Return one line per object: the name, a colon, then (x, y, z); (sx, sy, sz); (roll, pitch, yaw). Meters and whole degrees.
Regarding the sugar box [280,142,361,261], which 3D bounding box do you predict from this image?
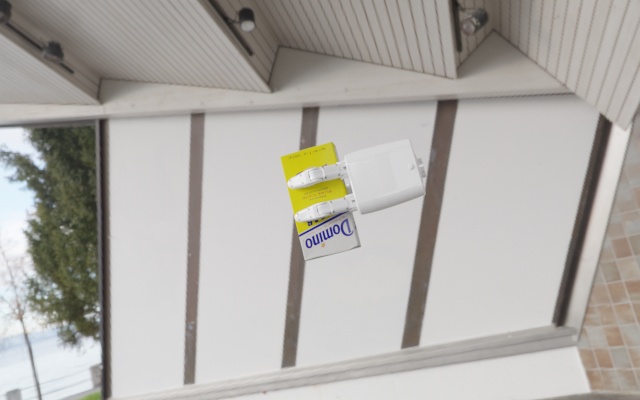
sugar box: (0.000, 0.002, 0.781); (0.093, 0.176, 0.048); (-16, -8, 9)
